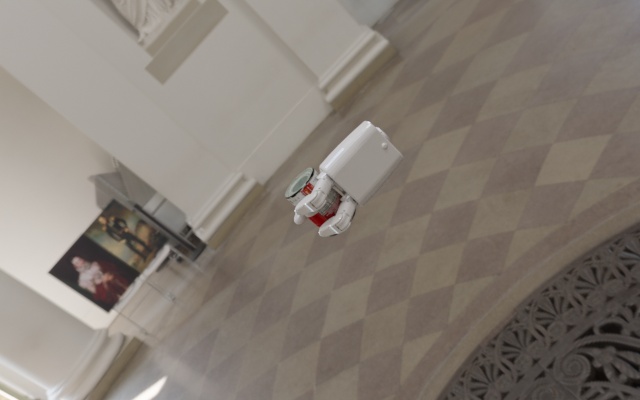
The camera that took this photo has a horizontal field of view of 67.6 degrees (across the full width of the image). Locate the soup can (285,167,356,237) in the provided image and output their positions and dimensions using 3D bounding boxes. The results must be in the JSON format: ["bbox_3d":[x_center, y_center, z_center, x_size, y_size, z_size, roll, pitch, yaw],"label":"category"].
[{"bbox_3d":[0.000,0.003,0.792,0.102,0.068,0.068,42,-16,-19],"label":"soup can"}]
